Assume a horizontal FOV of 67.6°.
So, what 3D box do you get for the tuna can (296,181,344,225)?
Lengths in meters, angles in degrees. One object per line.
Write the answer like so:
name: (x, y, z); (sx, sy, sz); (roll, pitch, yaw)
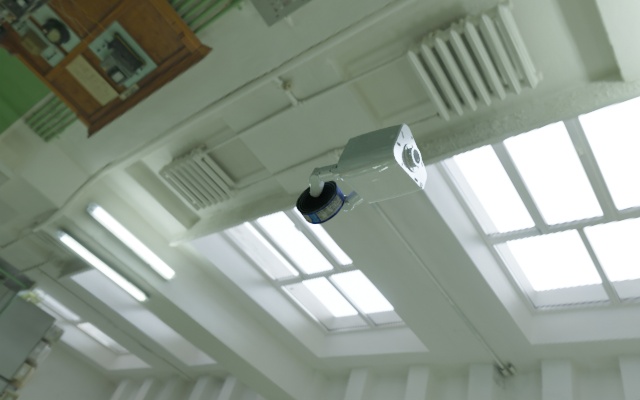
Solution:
tuna can: (0.000, 0.003, 0.870); (0.086, 0.086, 0.034); (0, -44, 44)
